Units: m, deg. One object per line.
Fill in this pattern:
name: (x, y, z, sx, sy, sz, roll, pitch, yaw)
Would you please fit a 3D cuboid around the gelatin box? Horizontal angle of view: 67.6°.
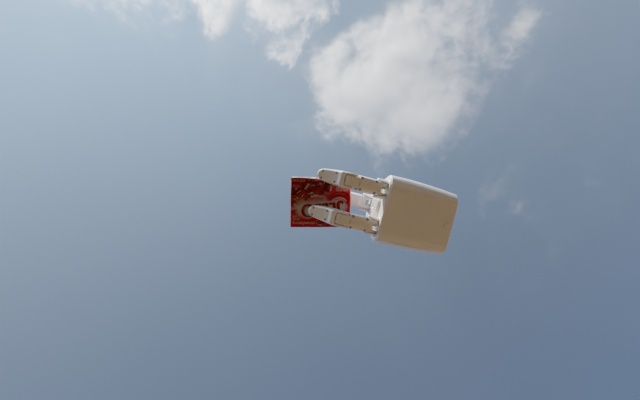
gelatin box: (0.000, 0.002, 0.706, 0.089, 0.073, 0.030, 1, 5, -2)
